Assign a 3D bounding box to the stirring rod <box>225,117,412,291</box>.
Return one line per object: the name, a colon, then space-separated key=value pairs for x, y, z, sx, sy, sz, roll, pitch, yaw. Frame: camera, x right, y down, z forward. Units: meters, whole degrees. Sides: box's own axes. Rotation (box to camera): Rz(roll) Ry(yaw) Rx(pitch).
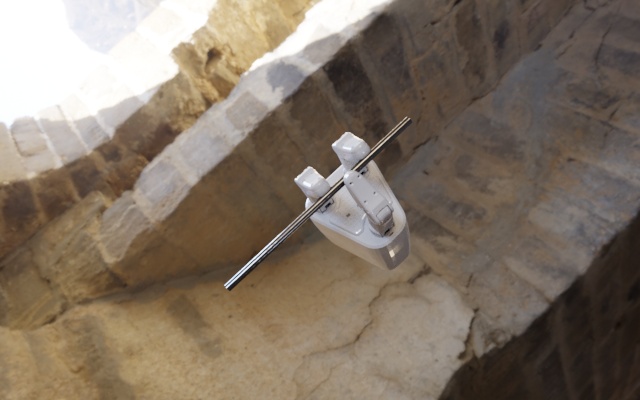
stirring rod: x=0.000 y=0.001 z=0.462 sx=0.239 sy=0.011 sz=0.011 roll=-43 pitch=5 yaw=-5
